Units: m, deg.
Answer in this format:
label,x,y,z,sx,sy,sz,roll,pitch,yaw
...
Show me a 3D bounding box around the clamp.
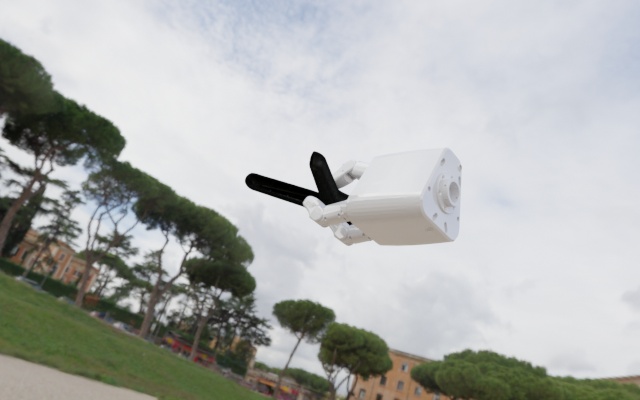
label,x,y,z,sx,sy,sz,roll,pitch,yaw
clamp,0.001,0.002,0.704,0.164,0.036,0.210,-5,-33,43
